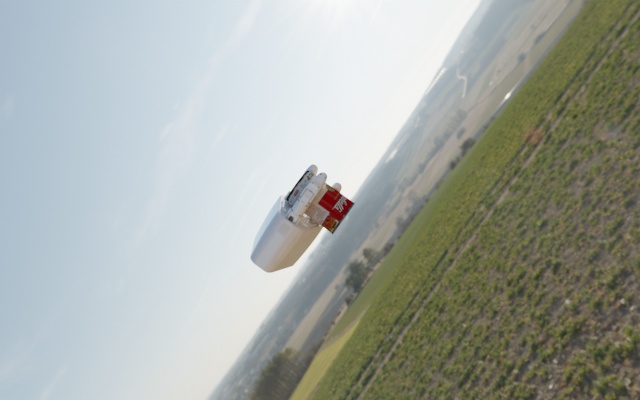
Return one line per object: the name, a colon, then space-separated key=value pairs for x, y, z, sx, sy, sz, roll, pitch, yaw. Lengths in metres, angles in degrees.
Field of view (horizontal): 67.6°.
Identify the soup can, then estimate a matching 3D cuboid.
soup can: x=0.000 y=0.002 z=0.840 sx=0.102 sy=0.068 sz=0.068 roll=36 pitch=2 yaw=3
